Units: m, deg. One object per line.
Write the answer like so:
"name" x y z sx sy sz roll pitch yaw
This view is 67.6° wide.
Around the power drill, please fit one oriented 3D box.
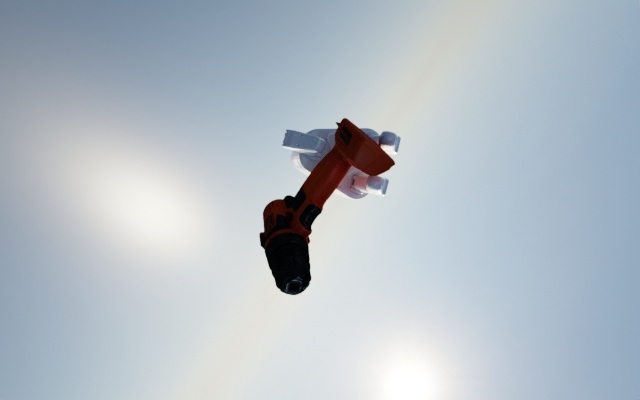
"power drill" 0.000 0.001 0.560 0.057 0.188 0.184 36 13 -25
